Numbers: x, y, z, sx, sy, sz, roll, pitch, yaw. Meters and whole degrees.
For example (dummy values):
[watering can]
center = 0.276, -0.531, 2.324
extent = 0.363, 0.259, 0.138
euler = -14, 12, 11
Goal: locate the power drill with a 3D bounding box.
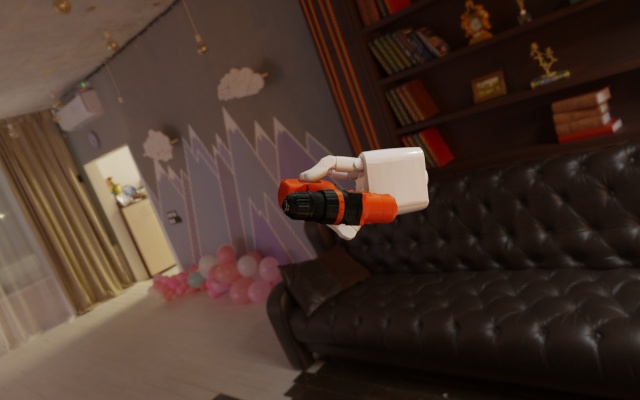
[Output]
[power drill]
center = 0.000, 0.002, 0.755
extent = 0.184, 0.057, 0.187
euler = 4, 7, -27
